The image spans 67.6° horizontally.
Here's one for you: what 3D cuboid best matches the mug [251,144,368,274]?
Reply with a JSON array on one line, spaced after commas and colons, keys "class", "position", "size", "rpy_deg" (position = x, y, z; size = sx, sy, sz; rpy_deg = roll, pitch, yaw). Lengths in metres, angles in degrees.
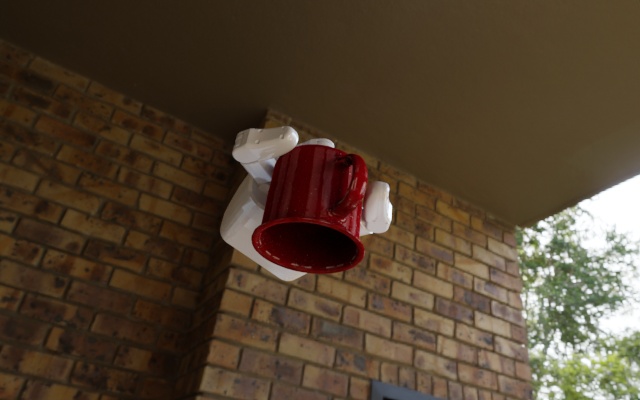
[{"class": "mug", "position": [0.001, 0.000, 0.400], "size": [0.093, 0.081, 0.117], "rpy_deg": [23, -36, -21]}]
